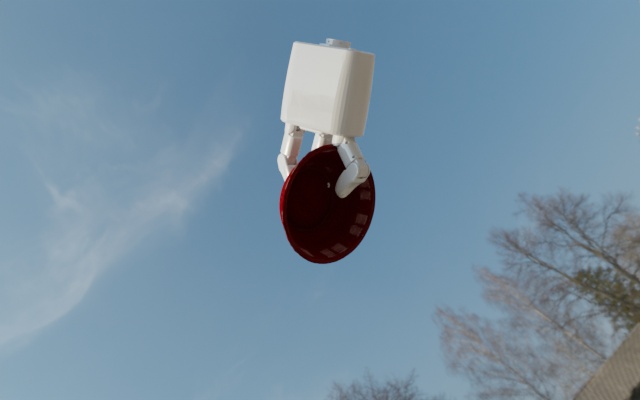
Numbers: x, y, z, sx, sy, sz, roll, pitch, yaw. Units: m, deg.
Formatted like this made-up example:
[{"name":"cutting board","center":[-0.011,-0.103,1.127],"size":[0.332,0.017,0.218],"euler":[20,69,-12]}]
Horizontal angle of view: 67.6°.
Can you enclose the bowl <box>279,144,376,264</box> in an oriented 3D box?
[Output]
[{"name":"bowl","center":[0.000,0.003,0.652],"size":[0.162,0.162,0.055],"euler":[0,8,-39]}]
